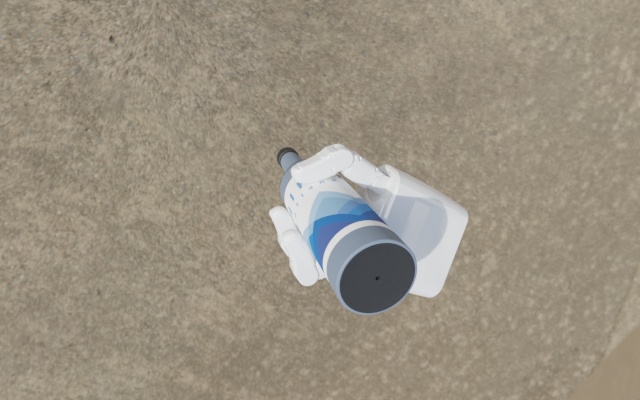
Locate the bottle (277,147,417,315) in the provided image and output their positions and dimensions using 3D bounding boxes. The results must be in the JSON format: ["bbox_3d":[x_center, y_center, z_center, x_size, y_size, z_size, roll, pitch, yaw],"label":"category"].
[{"bbox_3d":[0.000,0.002,0.487,0.069,0.069,0.295,0,23,-19],"label":"bottle"}]
